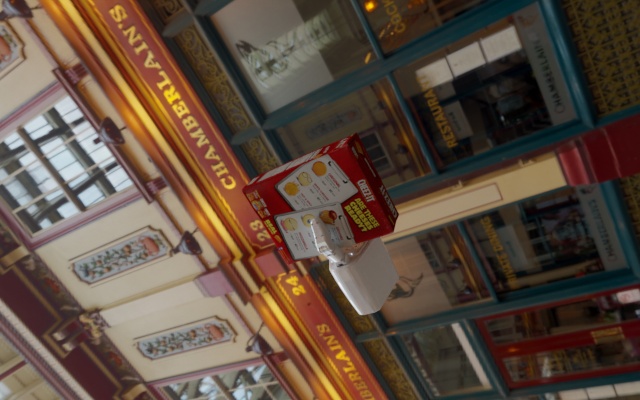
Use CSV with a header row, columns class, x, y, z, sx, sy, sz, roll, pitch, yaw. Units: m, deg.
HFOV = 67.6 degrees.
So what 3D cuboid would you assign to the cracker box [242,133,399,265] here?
class,x,y,z,sx,sy,sz,roll,pitch,yaw
cracker box,0.000,0.003,0.808,0.214,0.164,0.072,-21,19,27
